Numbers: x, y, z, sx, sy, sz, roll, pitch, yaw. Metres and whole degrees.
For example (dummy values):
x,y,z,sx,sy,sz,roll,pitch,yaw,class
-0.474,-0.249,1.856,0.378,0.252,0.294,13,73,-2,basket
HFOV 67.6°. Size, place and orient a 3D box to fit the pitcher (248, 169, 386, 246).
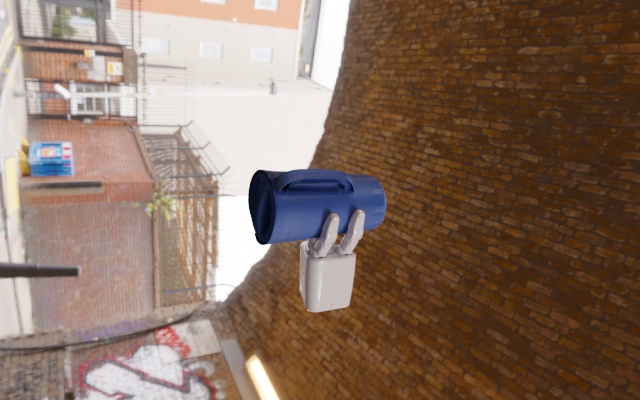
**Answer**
x,y,z,sx,sy,sz,roll,pitch,yaw,class
0.000,0.003,0.874,0.243,0.145,0.149,-3,14,-27,pitcher
